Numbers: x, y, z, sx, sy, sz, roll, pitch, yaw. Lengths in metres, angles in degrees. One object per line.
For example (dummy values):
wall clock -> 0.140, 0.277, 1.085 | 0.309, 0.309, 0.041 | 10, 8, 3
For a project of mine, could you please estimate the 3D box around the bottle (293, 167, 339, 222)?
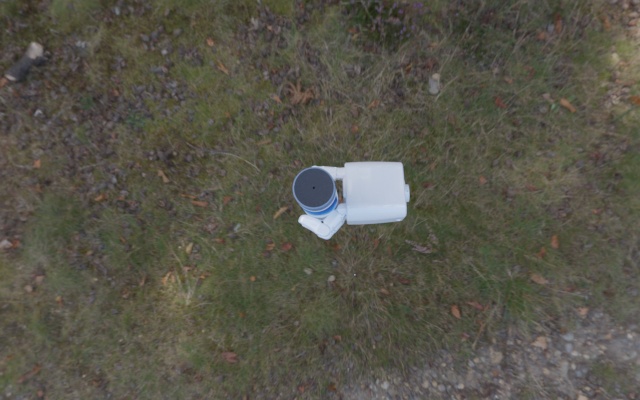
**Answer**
bottle -> 0.000, 0.003, 0.883 | 0.069, 0.069, 0.296 | 0, -9, 4
